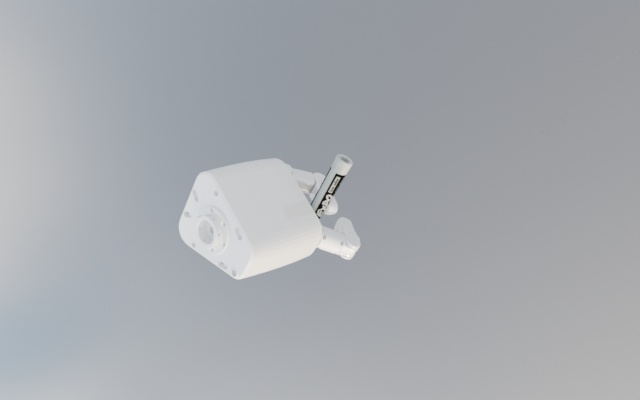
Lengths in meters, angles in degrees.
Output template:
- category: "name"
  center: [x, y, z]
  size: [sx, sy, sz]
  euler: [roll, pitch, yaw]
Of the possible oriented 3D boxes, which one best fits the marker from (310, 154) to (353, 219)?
- category: "marker"
  center: [0.000, 0.002, 0.535]
  size: [0.020, 0.121, 0.020]
  euler: [22, 31, -14]
